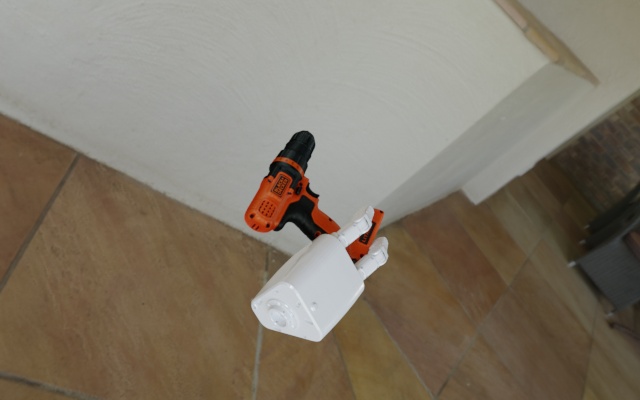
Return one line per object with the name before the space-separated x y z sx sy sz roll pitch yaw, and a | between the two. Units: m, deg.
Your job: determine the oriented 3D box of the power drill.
power drill | 0.000 0.003 0.720 0.187 0.184 0.057 32 -28 -8
